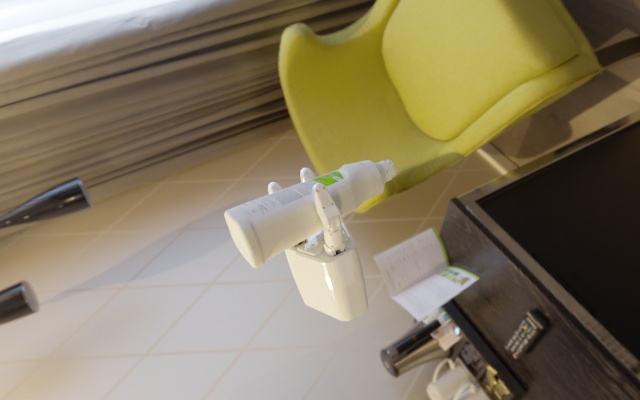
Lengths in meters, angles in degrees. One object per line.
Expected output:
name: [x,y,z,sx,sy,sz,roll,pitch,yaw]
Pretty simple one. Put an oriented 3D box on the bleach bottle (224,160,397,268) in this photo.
bleach bottle: [0.000,0.002,0.663,0.251,0.068,0.102,-24,25,-18]
